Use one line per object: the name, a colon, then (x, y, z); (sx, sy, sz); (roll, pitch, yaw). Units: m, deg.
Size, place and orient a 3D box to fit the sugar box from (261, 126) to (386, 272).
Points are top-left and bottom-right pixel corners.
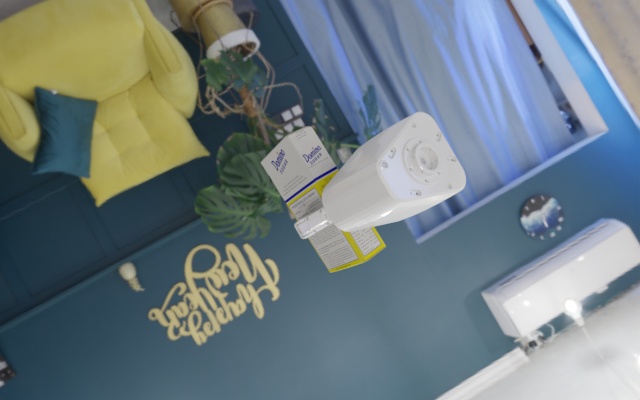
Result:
sugar box: (0.001, 0.002, 0.604); (0.048, 0.176, 0.093); (-29, -1, -33)
